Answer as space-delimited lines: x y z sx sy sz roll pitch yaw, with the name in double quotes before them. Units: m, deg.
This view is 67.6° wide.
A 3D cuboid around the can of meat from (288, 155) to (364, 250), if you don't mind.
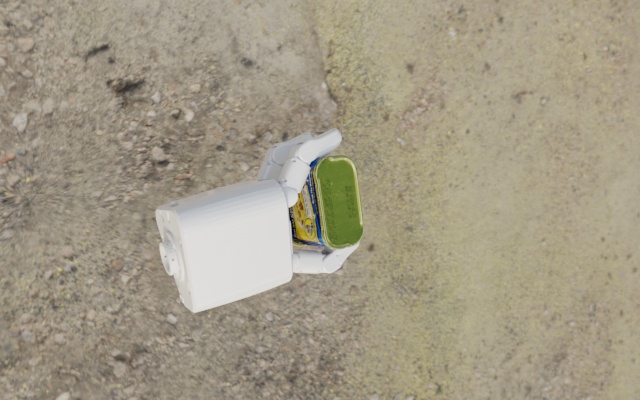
"can of meat" 0.000 0.002 0.523 0.057 0.102 0.084 -11 6 -30
